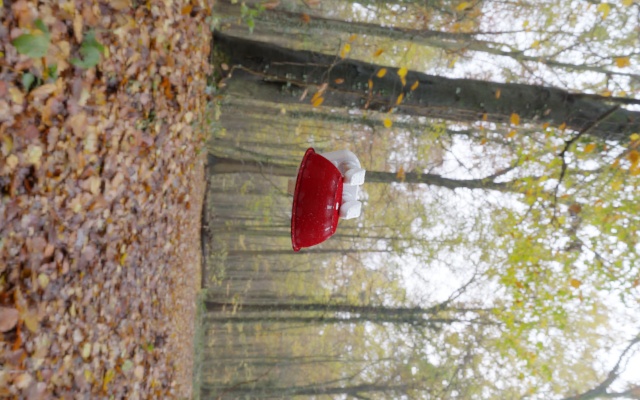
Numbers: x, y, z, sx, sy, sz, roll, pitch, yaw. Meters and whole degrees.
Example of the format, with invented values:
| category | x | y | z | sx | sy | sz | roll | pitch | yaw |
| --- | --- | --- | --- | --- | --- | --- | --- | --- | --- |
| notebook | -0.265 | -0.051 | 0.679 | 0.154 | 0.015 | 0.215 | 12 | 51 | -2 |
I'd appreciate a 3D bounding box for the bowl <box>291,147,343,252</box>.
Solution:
| category | x | y | z | sx | sy | sz | roll | pitch | yaw |
| --- | --- | --- | --- | --- | --- | --- | --- | --- | --- |
| bowl | 0.000 | 0.003 | 0.724 | 0.055 | 0.162 | 0.162 | 9 | 1 | 9 |
